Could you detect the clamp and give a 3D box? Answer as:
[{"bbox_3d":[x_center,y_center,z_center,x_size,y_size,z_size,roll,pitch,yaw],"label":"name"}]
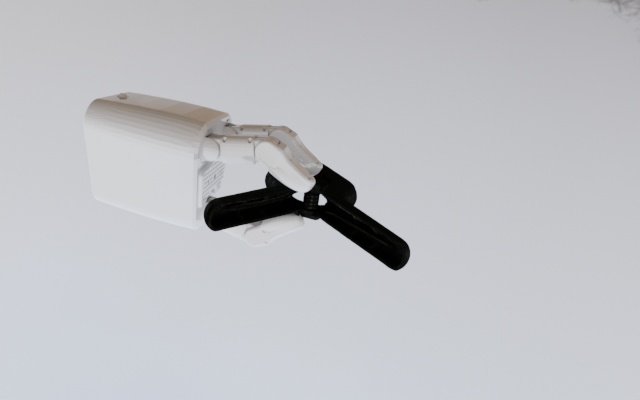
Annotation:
[{"bbox_3d":[0.000,0.002,0.455,0.164,0.036,0.210,16,19,2],"label":"clamp"}]
